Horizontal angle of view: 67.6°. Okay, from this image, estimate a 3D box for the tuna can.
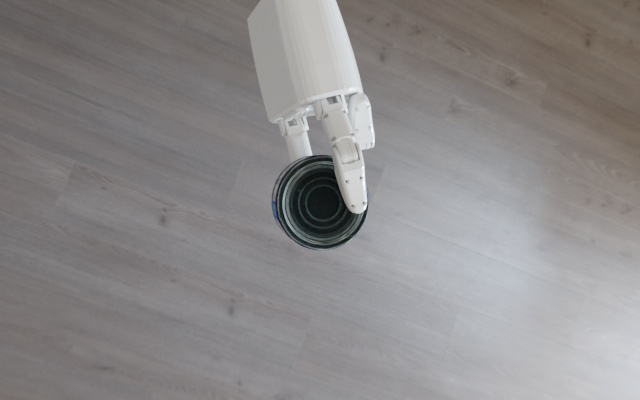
[{"bbox_3d":[0.000,0.002,0.430,0.086,0.086,0.034,0,4,-11],"label":"tuna can"}]
